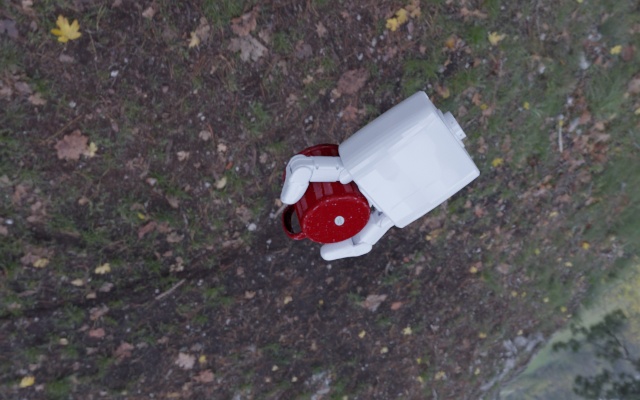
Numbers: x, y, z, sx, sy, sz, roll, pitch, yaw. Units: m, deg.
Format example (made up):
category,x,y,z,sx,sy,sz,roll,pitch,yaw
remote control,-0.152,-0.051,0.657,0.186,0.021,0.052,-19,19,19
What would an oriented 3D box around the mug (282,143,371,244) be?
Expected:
category,x,y,z,sx,sy,sz,roll,pitch,yaw
mug,-0.001,0.003,0.557,0.117,0.081,0.093,-36,-45,19
